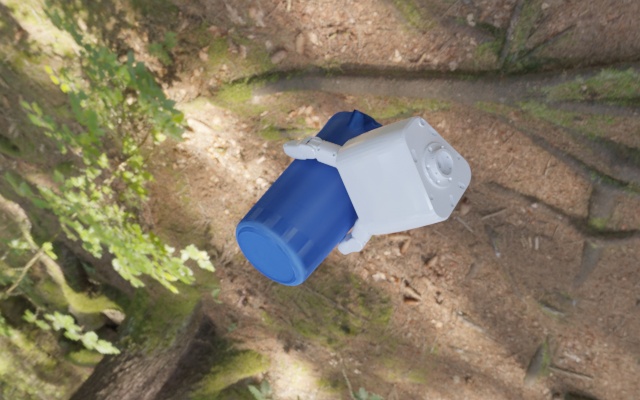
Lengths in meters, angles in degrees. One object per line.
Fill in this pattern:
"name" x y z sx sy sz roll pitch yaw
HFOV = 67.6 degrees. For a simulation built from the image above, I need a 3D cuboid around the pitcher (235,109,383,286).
"pitcher" 0.000 0.002 0.654 0.145 0.149 0.242 -14 29 51
